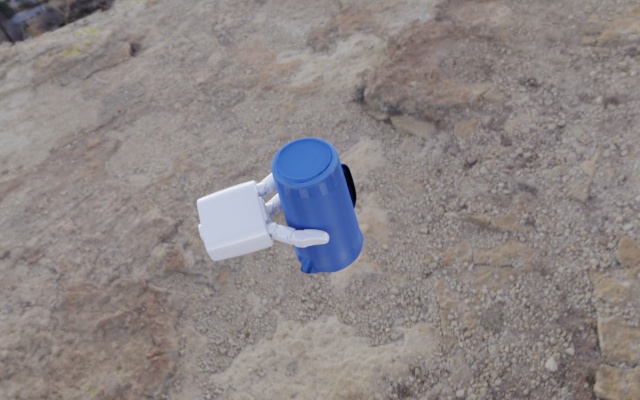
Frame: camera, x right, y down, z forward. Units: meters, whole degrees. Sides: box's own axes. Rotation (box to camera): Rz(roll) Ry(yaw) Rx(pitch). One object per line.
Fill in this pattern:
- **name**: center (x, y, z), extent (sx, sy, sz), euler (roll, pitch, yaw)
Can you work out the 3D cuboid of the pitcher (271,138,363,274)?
- **pitcher**: center (0.000, 0.003, 0.834), extent (0.145, 0.149, 0.243), euler (-16, -40, 0)
